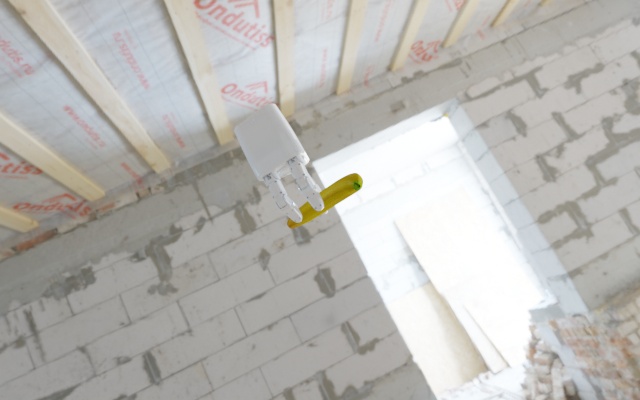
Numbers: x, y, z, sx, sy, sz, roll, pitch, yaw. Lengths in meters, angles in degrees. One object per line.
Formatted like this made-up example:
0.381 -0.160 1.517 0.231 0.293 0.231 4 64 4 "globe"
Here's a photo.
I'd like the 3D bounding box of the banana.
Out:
0.014 -0.004 0.850 0.069 0.037 0.198 -27 -5 -47 "banana"
